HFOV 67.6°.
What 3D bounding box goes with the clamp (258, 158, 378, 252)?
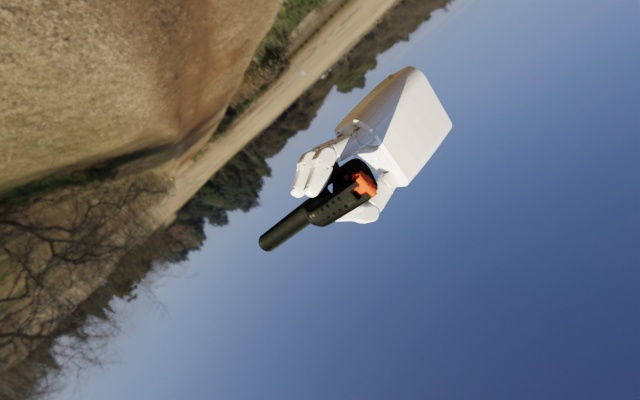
[{"bbox_3d":[0.001,0.002,0.579,0.036,0.164,0.210,43,-14,-14],"label":"clamp"}]
